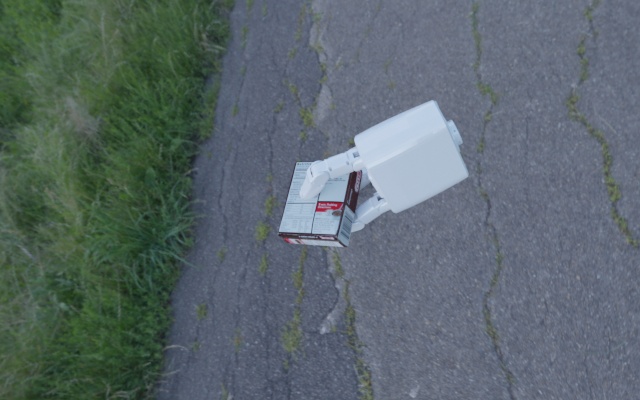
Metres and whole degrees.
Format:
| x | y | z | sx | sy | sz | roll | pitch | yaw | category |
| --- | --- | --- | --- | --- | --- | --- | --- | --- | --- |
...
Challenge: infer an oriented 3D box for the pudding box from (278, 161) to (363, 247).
| x | y | z | sx | sy | sz | roll | pitch | yaw | category |
| --- | --- | --- | --- | --- | --- | --- | --- | --- | --- |
| 0.000 | 0.002 | 0.632 | 0.090 | 0.113 | 0.039 | 1 | -26 | 28 | pudding box |
